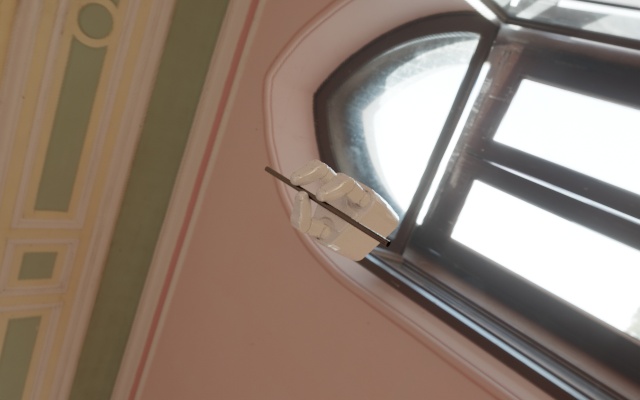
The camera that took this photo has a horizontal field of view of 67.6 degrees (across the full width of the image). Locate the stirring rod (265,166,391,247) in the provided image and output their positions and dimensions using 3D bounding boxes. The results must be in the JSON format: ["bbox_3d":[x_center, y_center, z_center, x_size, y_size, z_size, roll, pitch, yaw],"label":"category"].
[{"bbox_3d":[0.000,0.002,0.639,0.011,0.011,0.239,0,24,-47],"label":"stirring rod"}]
